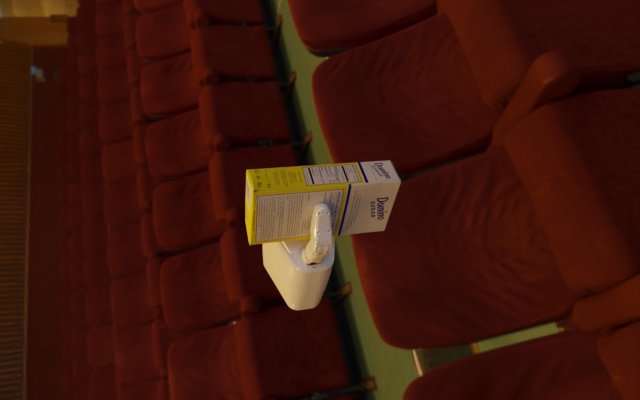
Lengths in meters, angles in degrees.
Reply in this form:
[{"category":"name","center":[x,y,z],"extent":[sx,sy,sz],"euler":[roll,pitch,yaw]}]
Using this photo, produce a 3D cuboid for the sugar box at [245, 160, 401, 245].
[{"category":"sugar box","center":[0.000,0.002,0.577],"extent":[0.176,0.048,0.093],"euler":[-6,-42,-16]}]
